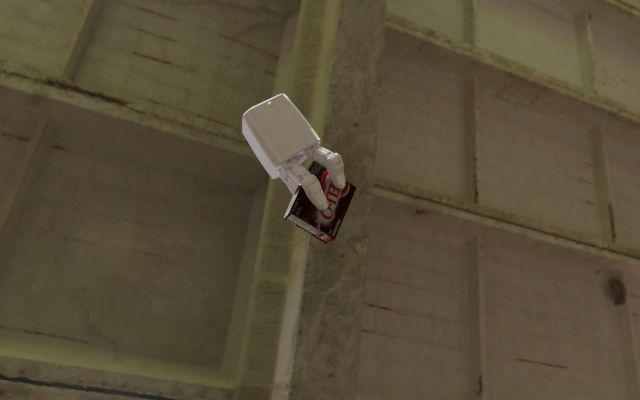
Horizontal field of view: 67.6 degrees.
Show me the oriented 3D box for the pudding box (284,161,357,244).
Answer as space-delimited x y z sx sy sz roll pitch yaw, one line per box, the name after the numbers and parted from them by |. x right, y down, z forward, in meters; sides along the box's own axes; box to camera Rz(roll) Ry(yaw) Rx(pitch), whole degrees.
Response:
0.000 0.003 0.805 0.090 0.113 0.039 31 -28 -11 | pudding box
